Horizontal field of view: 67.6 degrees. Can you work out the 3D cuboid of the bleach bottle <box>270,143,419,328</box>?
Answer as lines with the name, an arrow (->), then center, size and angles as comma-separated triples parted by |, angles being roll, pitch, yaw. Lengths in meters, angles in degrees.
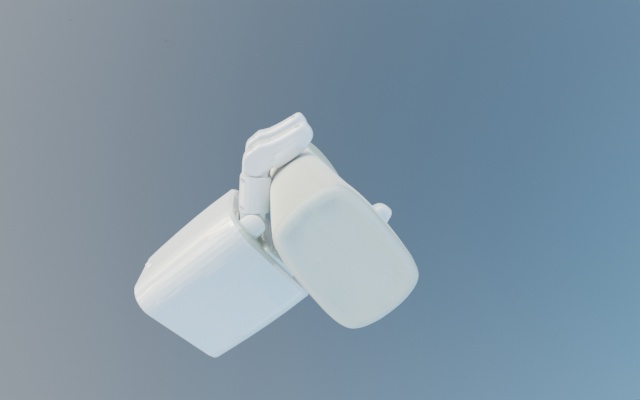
bleach bottle -> 0.000, 0.001, 0.416 | 0.068, 0.102, 0.250 | -38, 18, 4
